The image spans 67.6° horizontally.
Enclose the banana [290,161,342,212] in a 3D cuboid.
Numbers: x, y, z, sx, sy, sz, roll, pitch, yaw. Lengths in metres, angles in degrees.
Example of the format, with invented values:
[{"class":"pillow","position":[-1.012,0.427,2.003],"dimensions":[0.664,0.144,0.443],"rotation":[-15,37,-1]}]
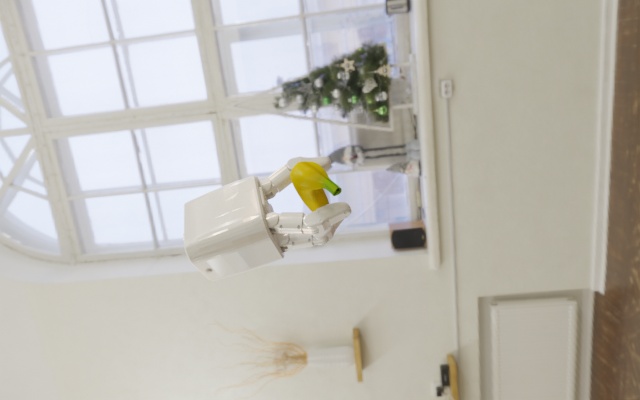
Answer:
[{"class":"banana","position":[-0.010,-0.014,0.625],"dimensions":[0.037,0.069,0.198],"rotation":[-34,-7,-6]}]
